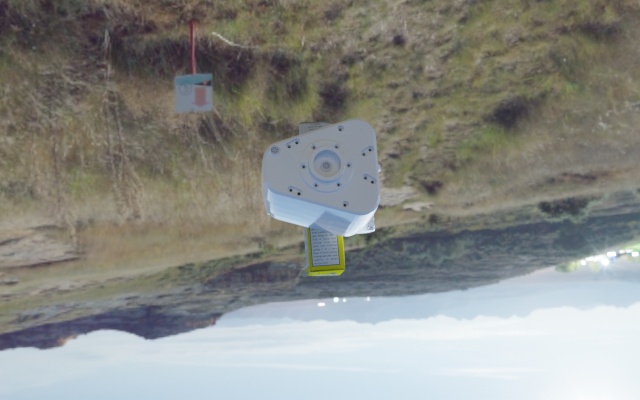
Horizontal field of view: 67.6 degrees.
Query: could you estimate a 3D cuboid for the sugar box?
[{"bbox_3d":[0.001,0.002,0.584,0.048,0.176,0.093,-2,-12,-3],"label":"sugar box"}]
